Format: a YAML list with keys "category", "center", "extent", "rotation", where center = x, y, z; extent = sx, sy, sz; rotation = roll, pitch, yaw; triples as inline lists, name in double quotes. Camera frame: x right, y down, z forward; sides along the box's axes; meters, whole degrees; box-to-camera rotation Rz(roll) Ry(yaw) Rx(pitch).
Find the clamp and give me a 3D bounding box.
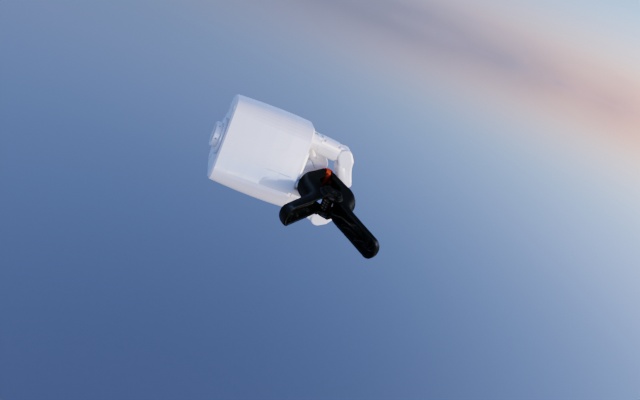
- category: "clamp"
  center: [0.000, 0.001, 0.585]
  extent: [0.120, 0.039, 0.171]
  rotation: [25, 20, -23]
